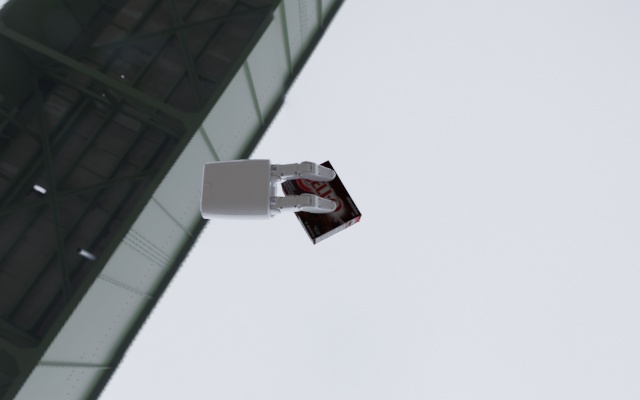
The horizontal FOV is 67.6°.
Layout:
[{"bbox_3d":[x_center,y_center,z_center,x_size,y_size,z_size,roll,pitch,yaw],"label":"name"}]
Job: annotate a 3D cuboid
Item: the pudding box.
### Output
[{"bbox_3d":[0.000,0.003,0.769,0.090,0.113,0.039,-27,-17,-10],"label":"pudding box"}]
